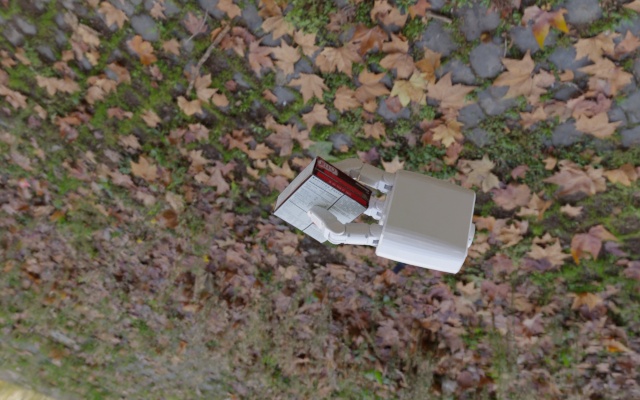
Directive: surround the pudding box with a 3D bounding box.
[{"bbox_3d":[0.000,0.002,0.641,0.090,0.039,0.113,33,-45,-16],"label":"pudding box"}]
